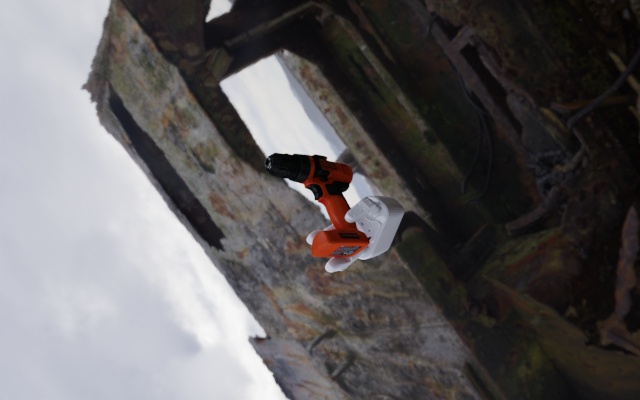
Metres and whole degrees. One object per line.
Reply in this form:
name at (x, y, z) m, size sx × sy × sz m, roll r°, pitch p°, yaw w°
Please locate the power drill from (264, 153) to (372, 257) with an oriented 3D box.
power drill at (0.000, 0.003, 0.820) m, size 0.184 × 0.187 × 0.057 m, roll 5°, pitch -33°, yaw -38°
